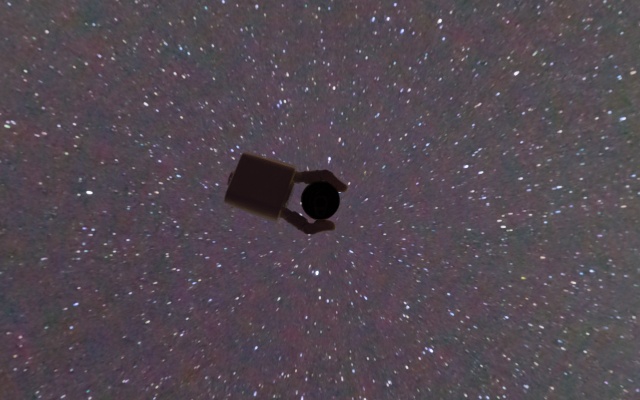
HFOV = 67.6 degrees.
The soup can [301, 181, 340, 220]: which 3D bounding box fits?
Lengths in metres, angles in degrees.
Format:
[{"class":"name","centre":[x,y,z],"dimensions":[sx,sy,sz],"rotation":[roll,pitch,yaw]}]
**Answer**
[{"class":"soup can","centre":[0.001,0.003,0.873],"dimensions":[0.068,0.068,0.102],"rotation":[0,-4,0]}]
